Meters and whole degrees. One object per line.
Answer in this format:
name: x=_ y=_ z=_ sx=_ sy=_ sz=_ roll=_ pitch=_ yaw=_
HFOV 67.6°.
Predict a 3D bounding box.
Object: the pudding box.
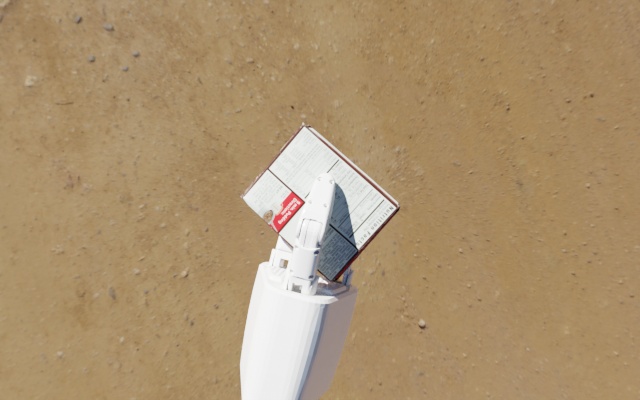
pudding box: x=0.000 y=0.001 z=0.421 sx=0.113 sy=0.090 sz=0.039 roll=42 pitch=6 yaw=2
